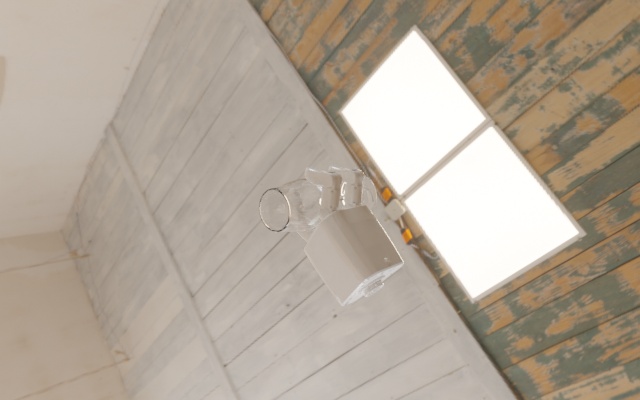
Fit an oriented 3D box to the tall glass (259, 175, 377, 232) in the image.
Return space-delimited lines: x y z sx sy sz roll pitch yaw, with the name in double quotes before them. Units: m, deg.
"tall glass" 0.000 0.002 0.738 0.079 0.079 0.201 0 6 41
